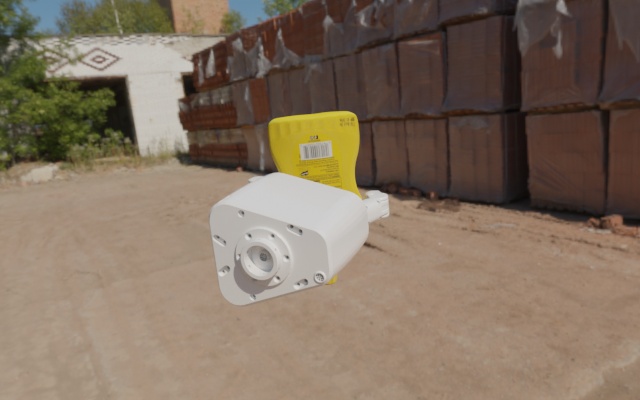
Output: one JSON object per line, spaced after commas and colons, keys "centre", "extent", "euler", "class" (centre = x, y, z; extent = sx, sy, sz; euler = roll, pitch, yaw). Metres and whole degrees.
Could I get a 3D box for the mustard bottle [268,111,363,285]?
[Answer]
{"centre": [0.000, 0.001, 0.529], "extent": [0.096, 0.192, 0.058], "euler": [-7, 13, -3], "class": "mustard bottle"}
